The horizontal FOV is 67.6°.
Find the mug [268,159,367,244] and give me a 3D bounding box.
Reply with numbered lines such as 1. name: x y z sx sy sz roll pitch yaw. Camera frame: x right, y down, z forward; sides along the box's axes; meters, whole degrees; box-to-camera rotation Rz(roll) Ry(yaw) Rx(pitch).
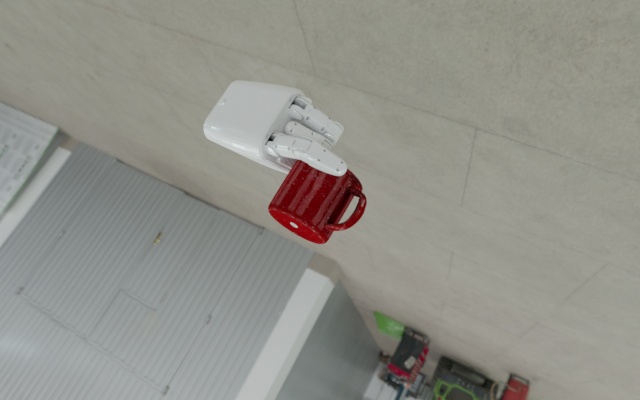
1. mug: 0.001 0.002 0.562 0.117 0.081 0.093 20 -19 35
